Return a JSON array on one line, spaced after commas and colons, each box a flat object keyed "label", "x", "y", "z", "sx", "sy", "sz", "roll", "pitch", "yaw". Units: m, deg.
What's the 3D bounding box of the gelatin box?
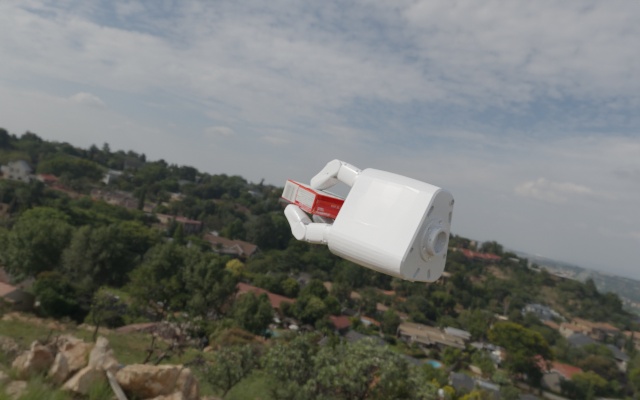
[{"label": "gelatin box", "x": 0.000, "y": 0.002, "z": 0.645, "sx": 0.073, "sy": 0.030, "sz": 0.089, "roll": 15, "pitch": 6, "yaw": -34}]
